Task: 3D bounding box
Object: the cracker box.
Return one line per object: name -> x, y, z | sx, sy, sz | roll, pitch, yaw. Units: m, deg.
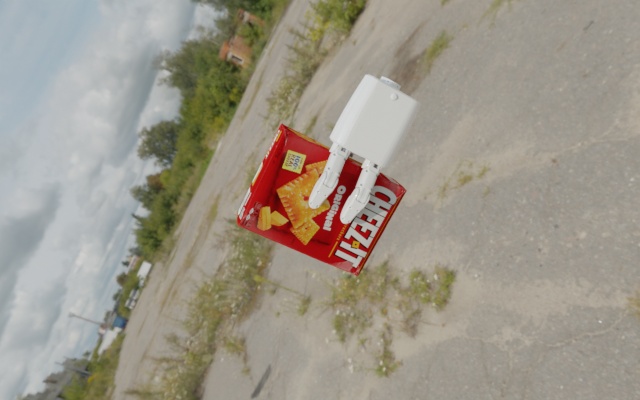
cracker box -> 0.000, 0.002, 0.744 | 0.214, 0.164, 0.072 | 25, 12, -15
